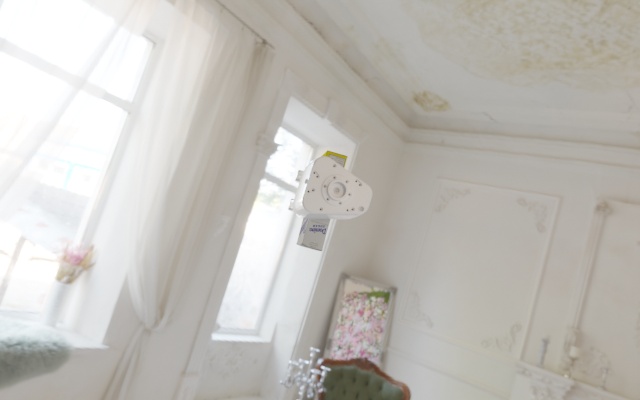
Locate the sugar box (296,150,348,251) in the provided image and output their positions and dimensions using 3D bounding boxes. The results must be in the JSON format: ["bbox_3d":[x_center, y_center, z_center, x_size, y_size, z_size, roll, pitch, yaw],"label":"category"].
[{"bbox_3d":[0.000,0.003,0.881,0.048,0.176,0.093,18,-7,-7],"label":"sugar box"}]
